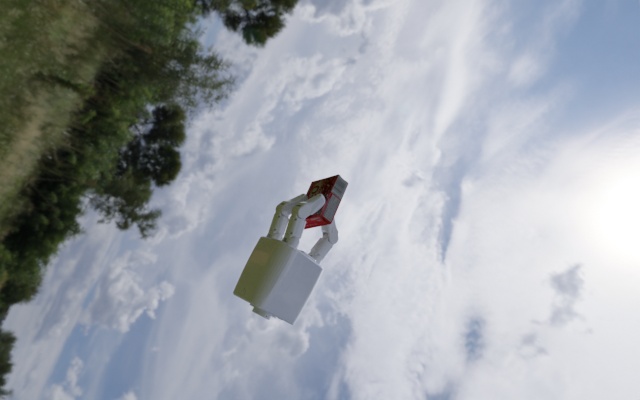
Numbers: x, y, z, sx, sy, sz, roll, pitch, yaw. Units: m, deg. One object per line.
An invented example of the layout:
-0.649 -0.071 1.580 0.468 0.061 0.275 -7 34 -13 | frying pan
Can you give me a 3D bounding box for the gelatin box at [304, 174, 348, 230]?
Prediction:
0.001 0.003 0.813 0.030 0.089 0.073 40 -31 -27 | gelatin box
